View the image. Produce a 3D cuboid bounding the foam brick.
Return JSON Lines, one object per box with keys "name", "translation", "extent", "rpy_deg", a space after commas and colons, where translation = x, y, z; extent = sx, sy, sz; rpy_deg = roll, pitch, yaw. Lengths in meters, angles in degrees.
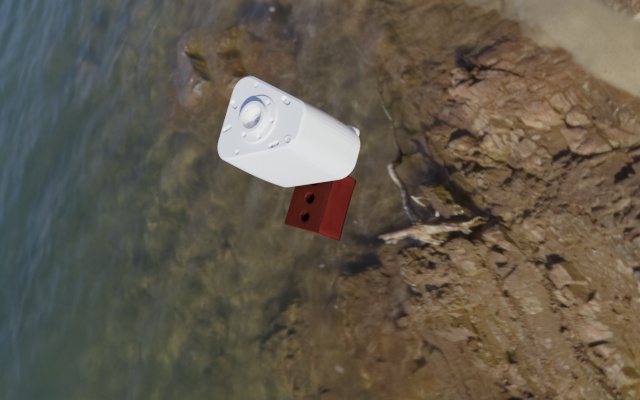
{"name": "foam brick", "translation": [0.000, 0.002, 0.570], "extent": [0.053, 0.078, 0.051], "rpy_deg": [13, -4, 34]}
